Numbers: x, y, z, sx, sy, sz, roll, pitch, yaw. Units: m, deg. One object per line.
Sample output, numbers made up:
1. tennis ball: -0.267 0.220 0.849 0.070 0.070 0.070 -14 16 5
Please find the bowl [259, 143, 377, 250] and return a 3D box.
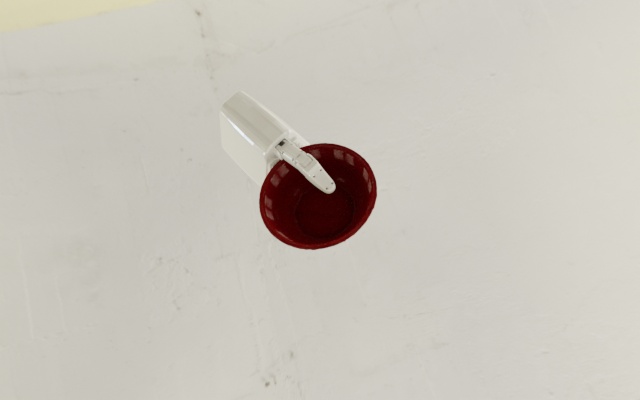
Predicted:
1. bowl: 0.001 0.003 0.657 0.162 0.162 0.055 0 -28 14
